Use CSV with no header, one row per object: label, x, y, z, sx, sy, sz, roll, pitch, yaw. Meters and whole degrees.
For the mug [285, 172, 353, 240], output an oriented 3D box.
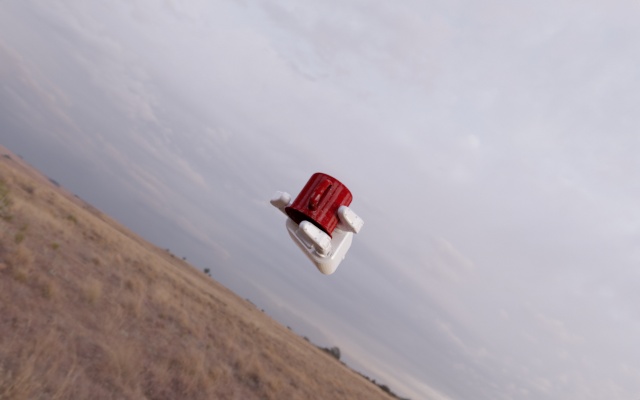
mug,0.000,0.002,0.786,0.093,0.081,0.117,29,-18,14
